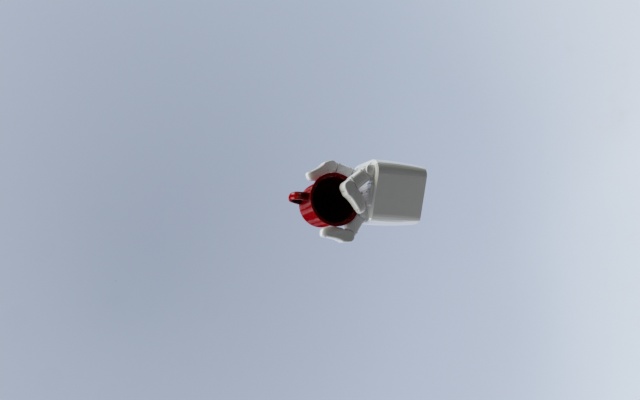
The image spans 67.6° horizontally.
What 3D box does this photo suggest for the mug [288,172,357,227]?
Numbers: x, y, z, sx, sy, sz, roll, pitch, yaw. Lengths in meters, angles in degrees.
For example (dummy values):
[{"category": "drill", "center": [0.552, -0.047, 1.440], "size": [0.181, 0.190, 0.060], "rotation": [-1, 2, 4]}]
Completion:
[{"category": "mug", "center": [-0.001, 0.003, 0.840], "size": [0.117, 0.093, 0.081], "rotation": [6, -11, -20]}]
